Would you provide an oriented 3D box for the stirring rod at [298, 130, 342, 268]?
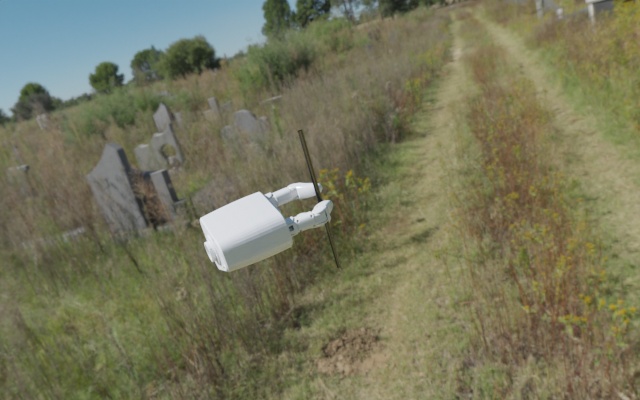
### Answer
[{"bbox_3d":[0.000,0.003,0.769,0.011,0.240,0.011,-14,19,5],"label":"stirring rod"}]
